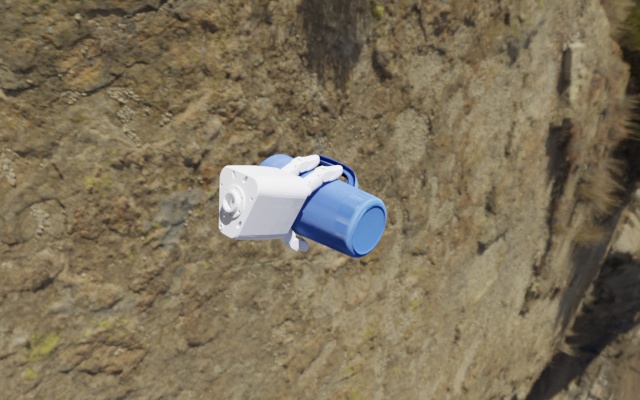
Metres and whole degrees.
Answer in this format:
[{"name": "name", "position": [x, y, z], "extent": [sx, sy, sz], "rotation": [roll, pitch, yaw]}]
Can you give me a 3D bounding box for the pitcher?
[{"name": "pitcher", "position": [0.000, 0.003, 0.862], "extent": [0.242, 0.149, 0.145], "rotation": [23, 12, 37]}]
